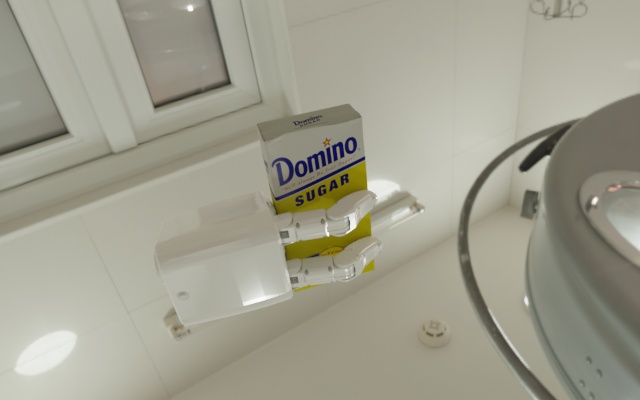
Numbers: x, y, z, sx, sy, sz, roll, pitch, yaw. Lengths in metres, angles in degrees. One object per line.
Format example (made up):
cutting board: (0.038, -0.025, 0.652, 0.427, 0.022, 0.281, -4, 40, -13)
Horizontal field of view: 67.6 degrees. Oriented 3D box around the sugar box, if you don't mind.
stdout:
sugar box: (0.000, 0.002, 0.472, 0.093, 0.176, 0.048, -15, 33, -9)
